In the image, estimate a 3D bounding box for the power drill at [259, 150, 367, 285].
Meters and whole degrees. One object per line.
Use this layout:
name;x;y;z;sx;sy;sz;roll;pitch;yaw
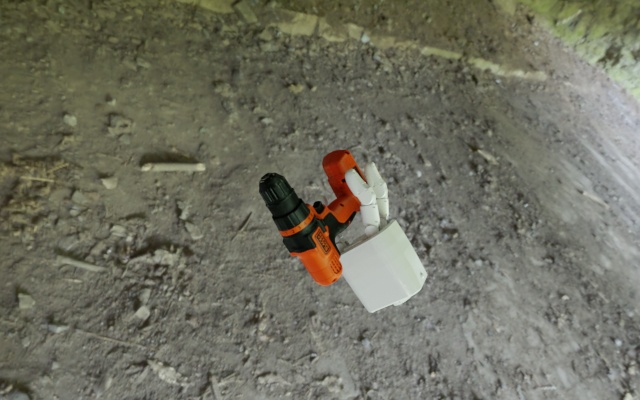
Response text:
power drill;0.000;0.002;0.707;0.057;0.184;0.187;-11;28;38
